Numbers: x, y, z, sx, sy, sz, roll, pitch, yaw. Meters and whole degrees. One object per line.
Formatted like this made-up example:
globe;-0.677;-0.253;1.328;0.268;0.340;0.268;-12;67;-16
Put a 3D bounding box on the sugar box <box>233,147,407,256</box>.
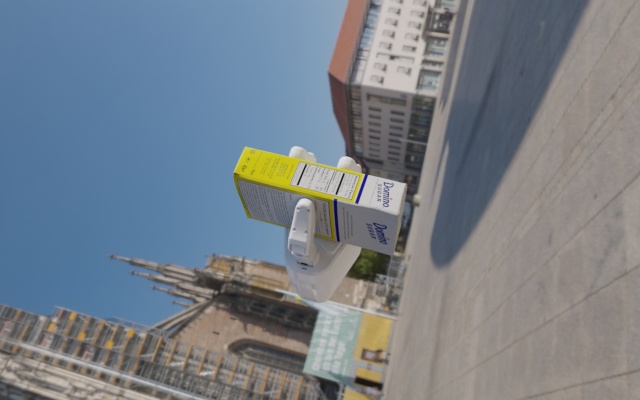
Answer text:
sugar box;0.000;0.001;0.515;0.176;0.048;0.093;12;-30;11
